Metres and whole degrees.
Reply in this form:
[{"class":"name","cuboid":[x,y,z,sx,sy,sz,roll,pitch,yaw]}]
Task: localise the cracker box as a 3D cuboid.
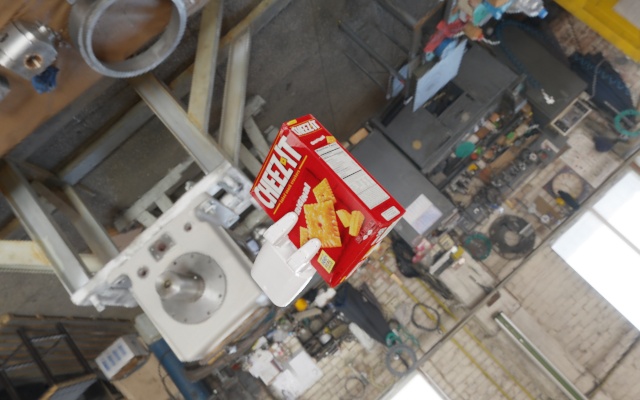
[{"class":"cracker box","cuboid":[0.000,0.002,0.732,0.072,0.213,0.164,-27,-22,-45]}]
